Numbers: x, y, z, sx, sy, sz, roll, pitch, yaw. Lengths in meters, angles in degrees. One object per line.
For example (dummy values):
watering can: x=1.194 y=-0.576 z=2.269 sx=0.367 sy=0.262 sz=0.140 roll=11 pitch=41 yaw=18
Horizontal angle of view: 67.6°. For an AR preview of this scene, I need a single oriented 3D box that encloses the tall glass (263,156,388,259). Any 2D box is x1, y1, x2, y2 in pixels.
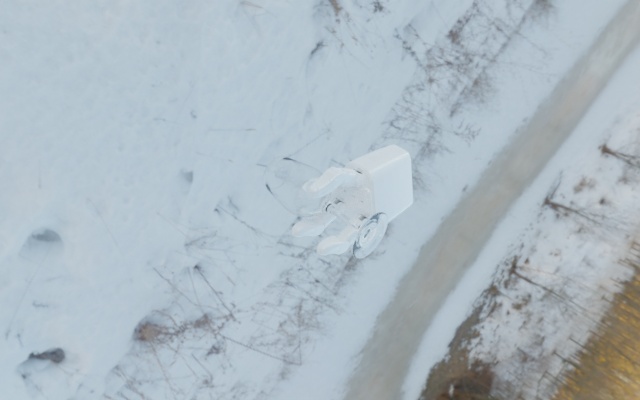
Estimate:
tall glass: x=0.000 y=0.003 z=0.713 sx=0.201 sy=0.079 sz=0.079 roll=34 pitch=20 yaw=32
